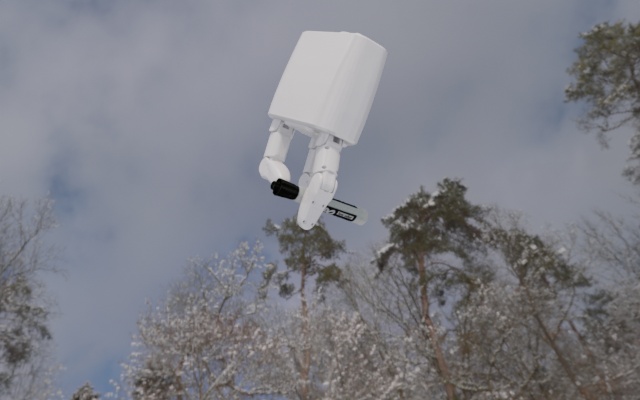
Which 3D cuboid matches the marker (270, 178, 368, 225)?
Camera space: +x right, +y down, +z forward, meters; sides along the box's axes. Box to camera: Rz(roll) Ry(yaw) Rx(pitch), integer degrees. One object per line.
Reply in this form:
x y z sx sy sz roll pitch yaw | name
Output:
0.000 0.002 0.518 0.121 0.020 0.020 20 -10 -30 | marker
